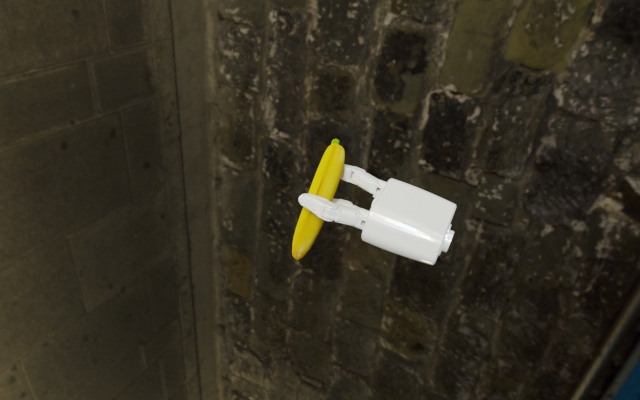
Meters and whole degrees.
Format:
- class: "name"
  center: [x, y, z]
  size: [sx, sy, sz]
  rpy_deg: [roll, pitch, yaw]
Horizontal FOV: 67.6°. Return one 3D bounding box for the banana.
- class: "banana"
  center: [0.000, -0.003, 0.714]
  size: [0.037, 0.198, 0.069]
  rpy_deg: [20, -4, 6]
